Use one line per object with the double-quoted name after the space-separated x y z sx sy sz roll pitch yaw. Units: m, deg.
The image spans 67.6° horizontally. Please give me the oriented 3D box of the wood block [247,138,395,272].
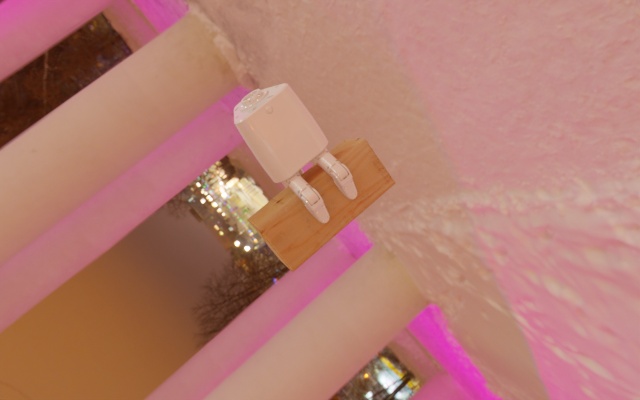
0.000 0.002 0.739 0.206 0.090 0.091 -40 15 -10 "wood block"
